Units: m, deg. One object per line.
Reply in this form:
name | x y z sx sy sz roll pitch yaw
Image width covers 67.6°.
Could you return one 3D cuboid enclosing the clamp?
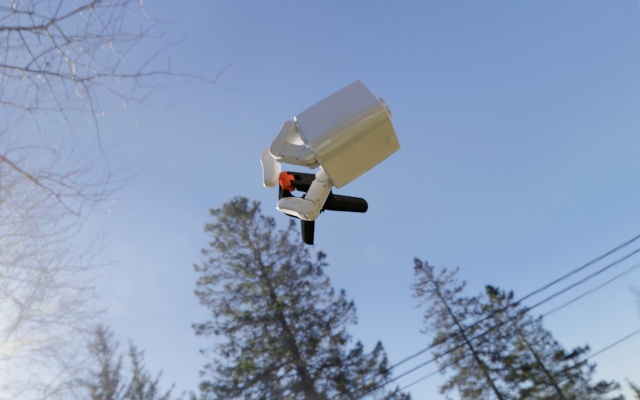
clamp | 0.000 0.002 0.711 0.120 0.039 0.171 -32 -35 3
